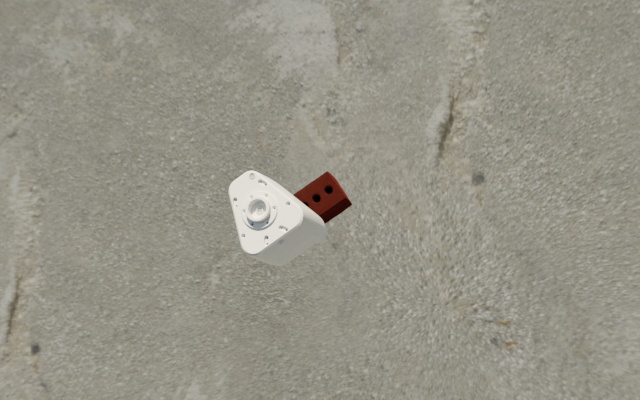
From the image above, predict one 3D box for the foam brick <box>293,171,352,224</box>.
[{"bbox_3d":[0.000,0.002,0.727,0.078,0.053,0.051,-36,-19,4],"label":"foam brick"}]
